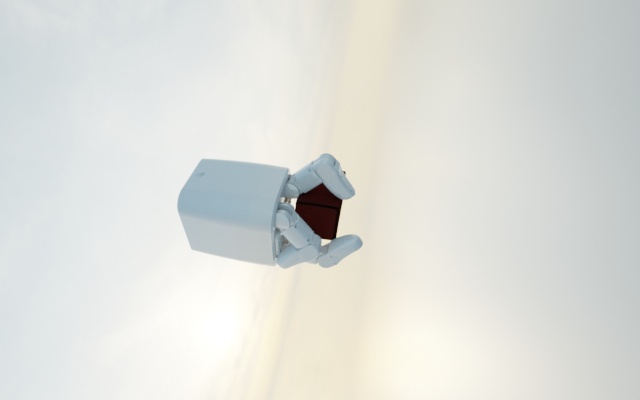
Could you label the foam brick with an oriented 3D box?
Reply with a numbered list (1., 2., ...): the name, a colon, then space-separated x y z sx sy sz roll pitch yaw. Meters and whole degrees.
1. foam brick: 0.000 0.002 0.579 0.051 0.053 0.078 8 37 4
